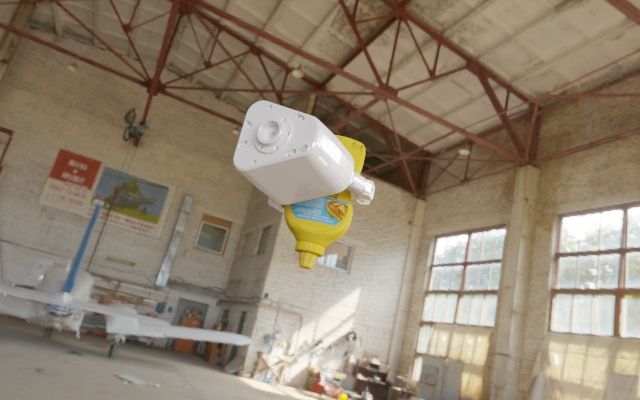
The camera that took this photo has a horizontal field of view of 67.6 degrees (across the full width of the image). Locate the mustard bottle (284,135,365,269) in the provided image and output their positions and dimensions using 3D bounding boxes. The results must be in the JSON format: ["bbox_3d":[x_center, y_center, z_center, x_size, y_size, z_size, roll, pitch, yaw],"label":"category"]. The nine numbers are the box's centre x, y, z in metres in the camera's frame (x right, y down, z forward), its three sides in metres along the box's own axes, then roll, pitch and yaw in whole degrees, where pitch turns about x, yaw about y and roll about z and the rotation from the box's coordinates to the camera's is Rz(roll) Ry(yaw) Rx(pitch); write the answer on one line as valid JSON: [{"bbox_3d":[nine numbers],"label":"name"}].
[{"bbox_3d":[0.000,0.002,0.678,0.096,0.191,0.058,12,-16,4],"label":"mustard bottle"}]
